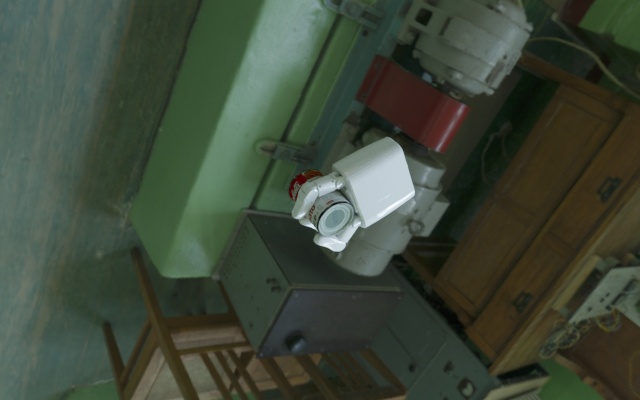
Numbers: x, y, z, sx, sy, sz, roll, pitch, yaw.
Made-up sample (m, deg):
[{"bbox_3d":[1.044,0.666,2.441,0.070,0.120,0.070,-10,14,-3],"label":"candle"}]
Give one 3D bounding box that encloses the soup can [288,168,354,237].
[{"bbox_3d":[0.000,0.003,0.774,0.068,0.068,0.102,0,34,-36],"label":"soup can"}]
